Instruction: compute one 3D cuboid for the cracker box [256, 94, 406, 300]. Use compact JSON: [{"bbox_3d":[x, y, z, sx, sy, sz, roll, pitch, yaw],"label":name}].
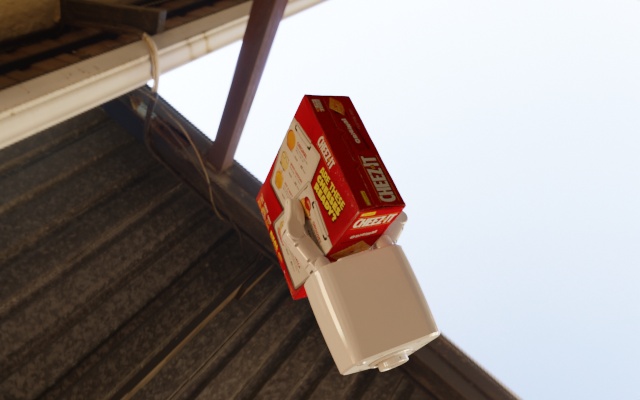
[{"bbox_3d":[0.000,0.002,0.594,0.072,0.164,0.214,-7,-31,-30],"label":"cracker box"}]
